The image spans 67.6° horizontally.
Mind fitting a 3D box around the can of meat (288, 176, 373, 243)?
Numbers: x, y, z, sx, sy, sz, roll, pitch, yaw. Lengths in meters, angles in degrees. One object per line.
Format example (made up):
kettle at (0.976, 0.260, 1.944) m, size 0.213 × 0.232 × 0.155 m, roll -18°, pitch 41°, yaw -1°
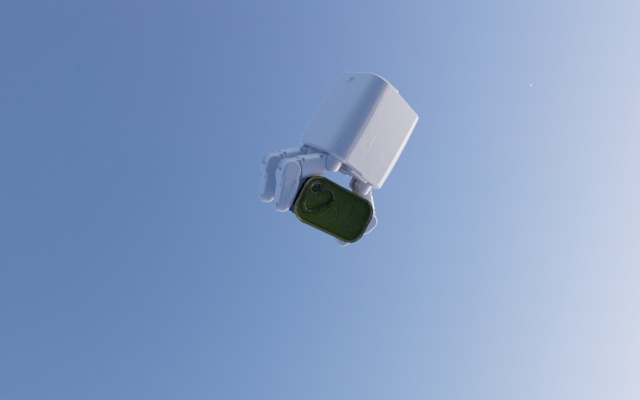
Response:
can of meat at (0.000, 0.002, 0.589) m, size 0.102 × 0.057 × 0.084 m, roll 26°, pitch 2°, yaw -30°
